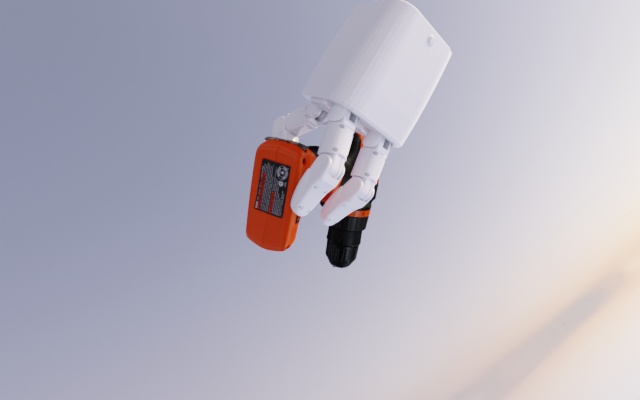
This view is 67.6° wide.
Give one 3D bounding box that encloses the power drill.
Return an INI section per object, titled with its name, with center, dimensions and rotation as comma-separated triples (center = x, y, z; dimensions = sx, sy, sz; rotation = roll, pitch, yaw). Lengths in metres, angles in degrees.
[power drill]
center = 0.000, 0.002, 0.526
dimensions = 0.057, 0.184, 0.187
rotation = 15, 14, 30
